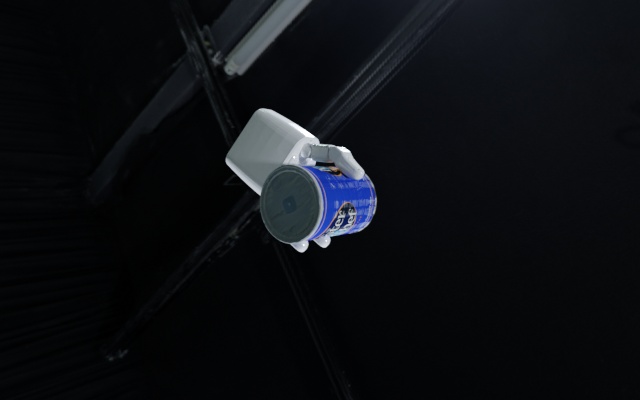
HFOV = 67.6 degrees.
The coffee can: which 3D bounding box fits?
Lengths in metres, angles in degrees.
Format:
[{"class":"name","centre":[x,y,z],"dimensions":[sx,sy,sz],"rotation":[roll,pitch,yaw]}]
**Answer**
[{"class":"coffee can","centre":[0.000,0.002,0.671],"dimensions":[0.103,0.103,0.140],"rotation":[0,2,36]}]
